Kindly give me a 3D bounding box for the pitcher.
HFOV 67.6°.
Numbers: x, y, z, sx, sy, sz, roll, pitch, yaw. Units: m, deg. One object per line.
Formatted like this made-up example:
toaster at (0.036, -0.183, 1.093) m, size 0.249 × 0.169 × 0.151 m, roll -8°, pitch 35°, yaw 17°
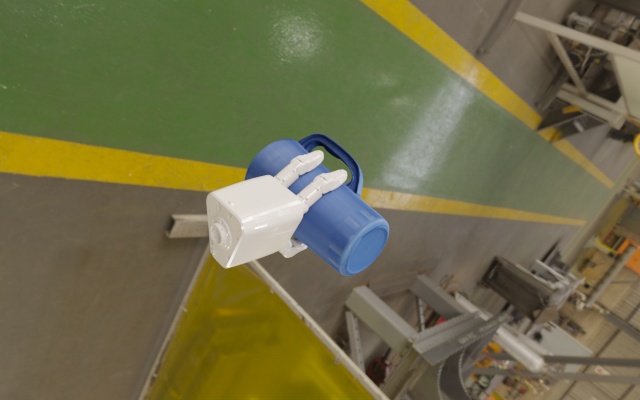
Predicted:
pitcher at (0.000, 0.003, 0.788) m, size 0.145 × 0.149 × 0.242 m, roll -18°, pitch 46°, yaw -41°
